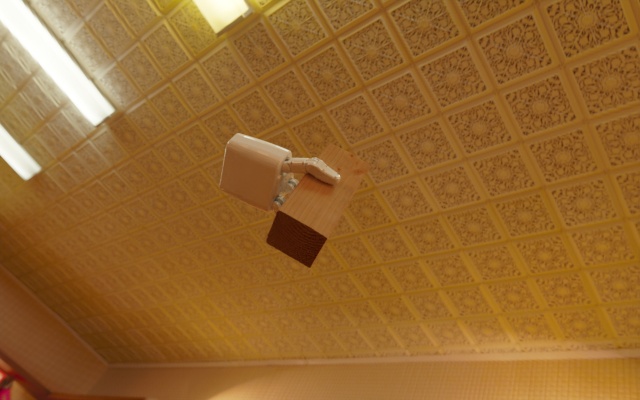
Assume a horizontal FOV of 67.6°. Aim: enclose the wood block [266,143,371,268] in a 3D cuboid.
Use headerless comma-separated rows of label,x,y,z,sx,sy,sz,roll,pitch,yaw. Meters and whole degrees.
wood block,0.000,0.002,0.830,0.090,0.091,0.206,30,46,4
